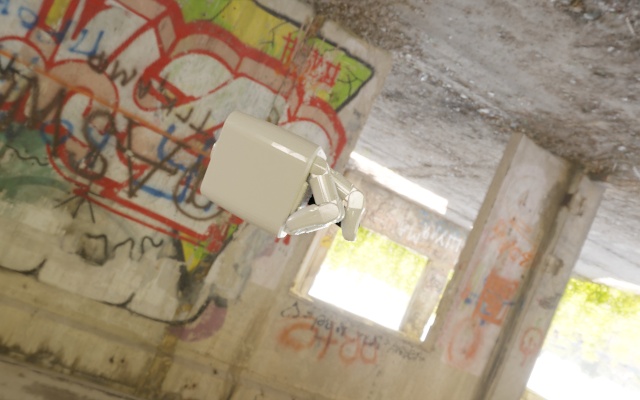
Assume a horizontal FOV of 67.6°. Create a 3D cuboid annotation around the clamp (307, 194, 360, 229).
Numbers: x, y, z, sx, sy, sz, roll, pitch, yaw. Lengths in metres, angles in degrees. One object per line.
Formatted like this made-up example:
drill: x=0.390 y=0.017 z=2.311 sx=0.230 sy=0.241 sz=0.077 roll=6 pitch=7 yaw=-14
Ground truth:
clamp: x=0.000 y=0.003 z=0.636 sx=0.120 sy=0.039 sz=0.171 roll=29 pitch=-4 yaw=6
